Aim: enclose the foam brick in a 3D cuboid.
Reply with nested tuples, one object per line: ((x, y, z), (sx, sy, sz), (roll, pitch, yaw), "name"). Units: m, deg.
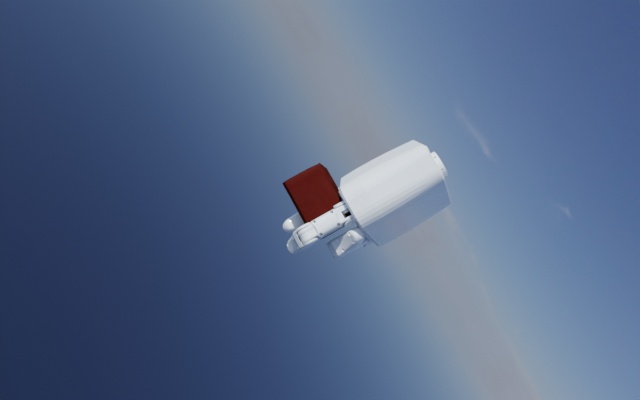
((0.000, 0.002, 0.575), (0.051, 0.078, 0.053), (-31, -9, 9), "foam brick")
